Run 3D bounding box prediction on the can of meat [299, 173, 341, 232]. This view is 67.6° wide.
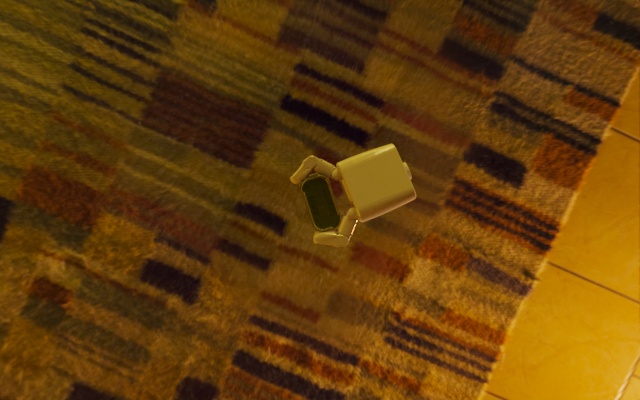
[{"bbox_3d":[0.000,0.003,0.854,0.057,0.102,0.084,-18,5,-1],"label":"can of meat"}]
